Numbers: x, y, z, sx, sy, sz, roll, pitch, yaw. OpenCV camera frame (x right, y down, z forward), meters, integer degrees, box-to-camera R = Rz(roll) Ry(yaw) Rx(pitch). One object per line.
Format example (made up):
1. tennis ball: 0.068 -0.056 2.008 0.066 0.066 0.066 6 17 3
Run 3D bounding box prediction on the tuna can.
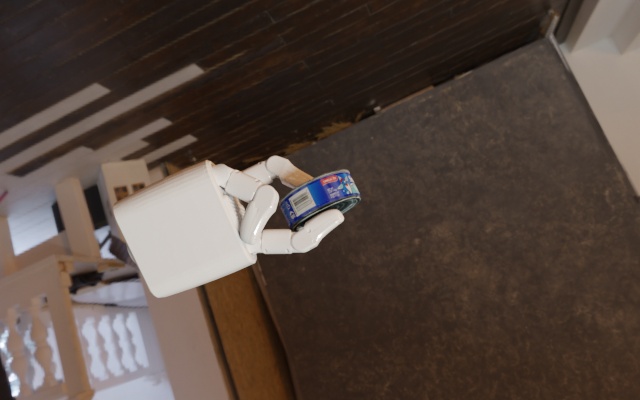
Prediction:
1. tuna can: 0.000 0.002 0.521 0.086 0.033 0.086 -24 -13 -6
